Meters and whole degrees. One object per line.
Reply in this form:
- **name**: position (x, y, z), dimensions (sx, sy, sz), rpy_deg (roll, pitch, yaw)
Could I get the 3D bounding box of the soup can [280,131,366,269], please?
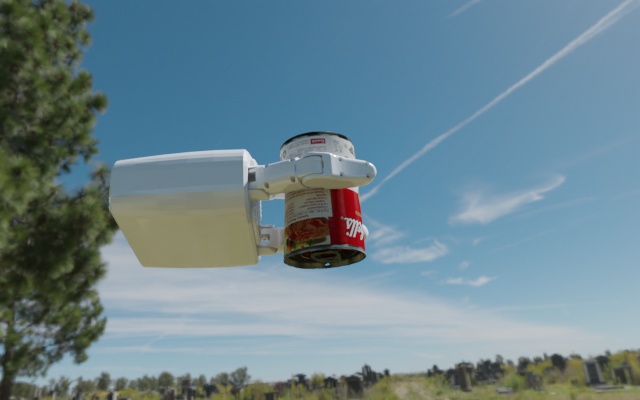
- **soup can**: position (0.001, 0.001, 0.408), dimensions (0.068, 0.102, 0.068), rpy_deg (-4, -21, -1)
